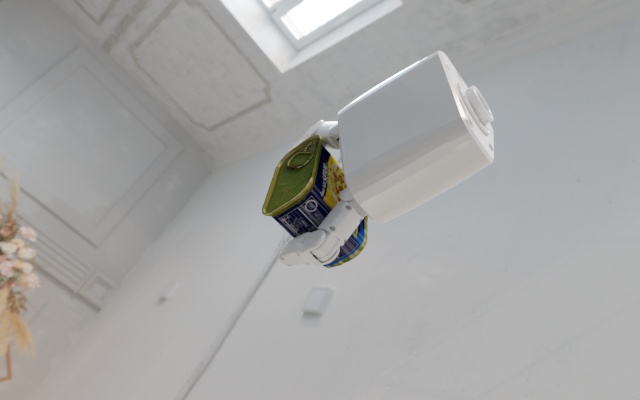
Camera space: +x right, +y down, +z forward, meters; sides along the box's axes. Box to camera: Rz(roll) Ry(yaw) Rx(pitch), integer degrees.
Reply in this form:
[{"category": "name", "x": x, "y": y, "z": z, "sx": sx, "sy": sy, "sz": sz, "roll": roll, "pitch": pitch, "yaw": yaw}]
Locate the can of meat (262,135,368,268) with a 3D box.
[{"category": "can of meat", "x": 0.000, "y": 0.002, "z": 0.449, "sx": 0.057, "sy": 0.084, "sz": 0.102, "roll": -31, "pitch": 27, "yaw": 26}]
